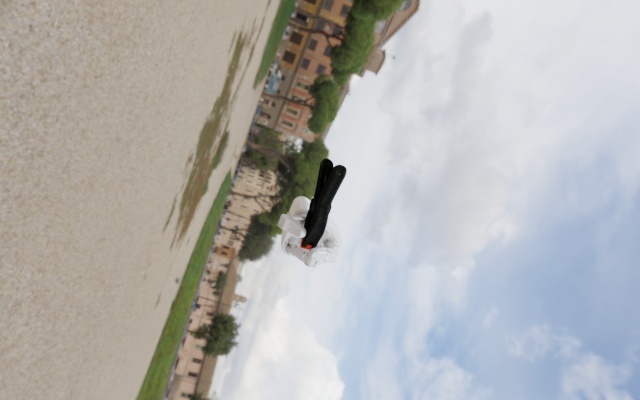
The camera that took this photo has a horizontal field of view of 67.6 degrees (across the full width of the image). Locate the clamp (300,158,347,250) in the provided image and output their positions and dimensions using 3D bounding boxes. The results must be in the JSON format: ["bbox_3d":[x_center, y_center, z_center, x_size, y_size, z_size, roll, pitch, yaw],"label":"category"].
[{"bbox_3d":[0.001,0.003,0.860,0.039,0.171,0.120,20,15,-9],"label":"clamp"}]
